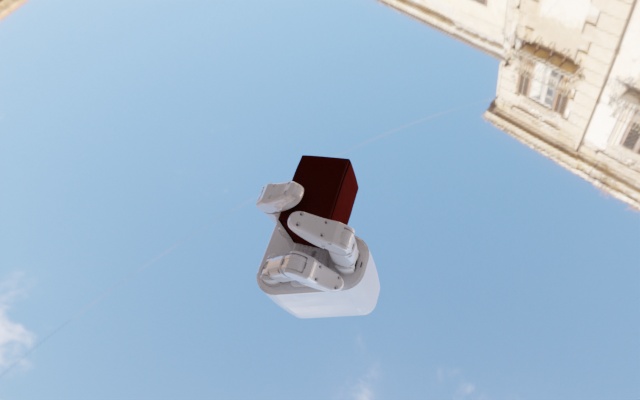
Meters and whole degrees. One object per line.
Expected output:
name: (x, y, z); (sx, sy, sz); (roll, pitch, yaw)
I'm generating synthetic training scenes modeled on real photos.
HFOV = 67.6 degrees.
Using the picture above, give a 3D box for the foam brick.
foam brick: (0.000, 0.001, 0.475); (0.053, 0.078, 0.051); (9, -26, 22)
